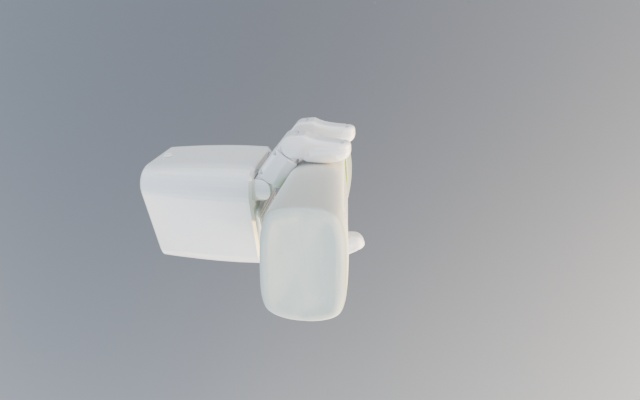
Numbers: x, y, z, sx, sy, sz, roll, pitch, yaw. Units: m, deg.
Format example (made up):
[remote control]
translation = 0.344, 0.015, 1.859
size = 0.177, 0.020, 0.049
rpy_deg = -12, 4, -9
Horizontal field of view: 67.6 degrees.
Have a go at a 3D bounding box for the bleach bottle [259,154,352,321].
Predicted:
[bleach bottle]
translation = 0.000, 0.001, 0.468
size = 0.068, 0.103, 0.250
rpy_deg = 3, 23, 5
